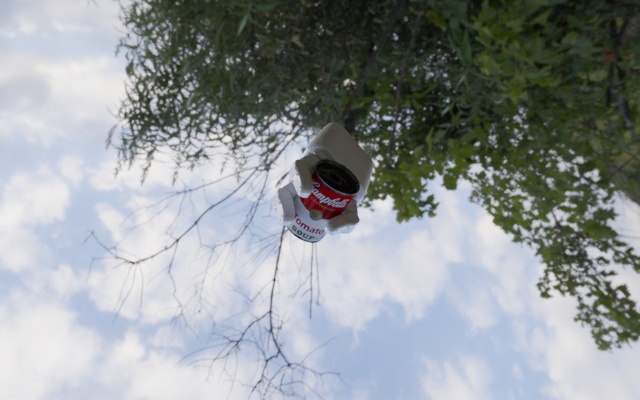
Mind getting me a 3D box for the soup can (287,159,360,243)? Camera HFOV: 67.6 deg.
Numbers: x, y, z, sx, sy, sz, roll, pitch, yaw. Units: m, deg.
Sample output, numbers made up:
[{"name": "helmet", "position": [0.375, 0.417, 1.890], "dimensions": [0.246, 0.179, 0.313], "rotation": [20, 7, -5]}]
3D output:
[{"name": "soup can", "position": [0.000, 0.003, 0.668], "dimensions": [0.068, 0.068, 0.102], "rotation": [0, -43, -40]}]
